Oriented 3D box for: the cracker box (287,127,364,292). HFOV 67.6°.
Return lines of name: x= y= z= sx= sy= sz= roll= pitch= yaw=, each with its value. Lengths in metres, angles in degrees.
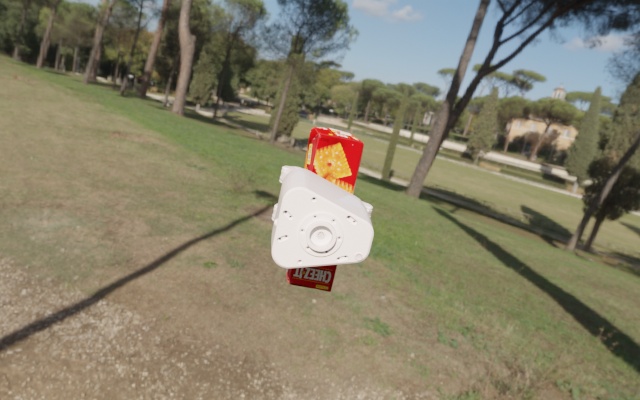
cracker box: x=0.000 y=0.002 z=0.715 sx=0.072 sy=0.214 sz=0.164 roll=12 pitch=12 yaw=-6
